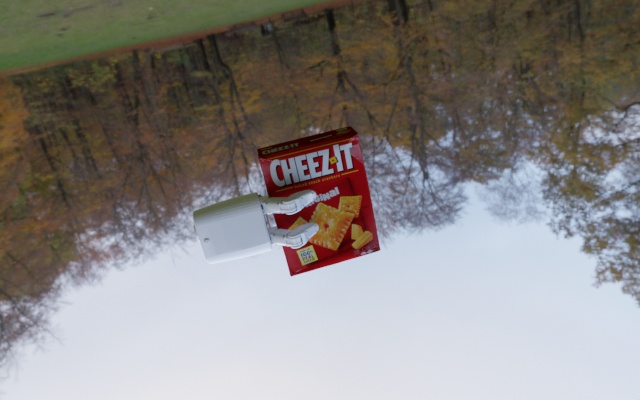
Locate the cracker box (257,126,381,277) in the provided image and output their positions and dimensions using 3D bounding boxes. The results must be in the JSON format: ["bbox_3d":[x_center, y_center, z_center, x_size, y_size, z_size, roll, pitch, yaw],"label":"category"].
[{"bbox_3d":[0.000,0.003,0.797,0.164,0.214,0.072,-15,20,-5],"label":"cracker box"}]
